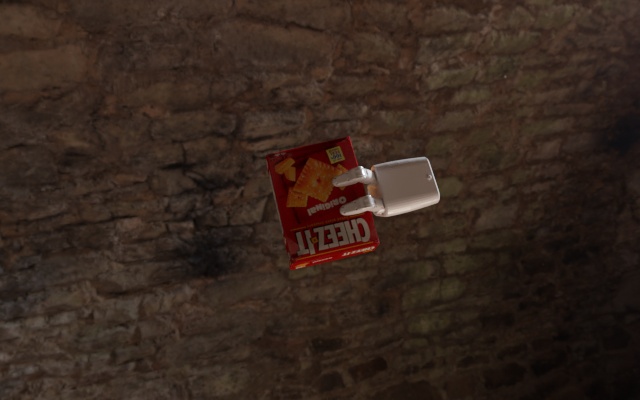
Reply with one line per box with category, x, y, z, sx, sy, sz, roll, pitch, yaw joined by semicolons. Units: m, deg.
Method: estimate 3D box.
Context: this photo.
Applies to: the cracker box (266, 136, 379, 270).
cracker box;0.000;0.003;0.883;0.164;0.213;0.072;-13;-15;-7
